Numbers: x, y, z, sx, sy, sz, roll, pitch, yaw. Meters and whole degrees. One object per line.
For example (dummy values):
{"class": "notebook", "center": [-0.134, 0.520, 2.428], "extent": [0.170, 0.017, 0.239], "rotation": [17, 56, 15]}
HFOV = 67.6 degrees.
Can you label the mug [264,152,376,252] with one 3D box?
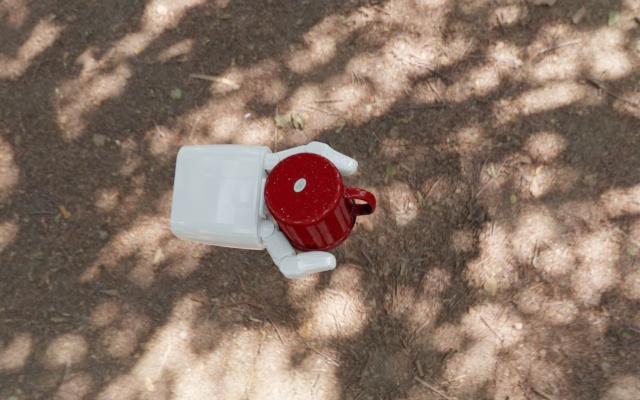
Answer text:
{"class": "mug", "center": [0.001, 0.002, 0.505], "extent": [0.117, 0.093, 0.081], "rotation": [3, -21, 12]}
